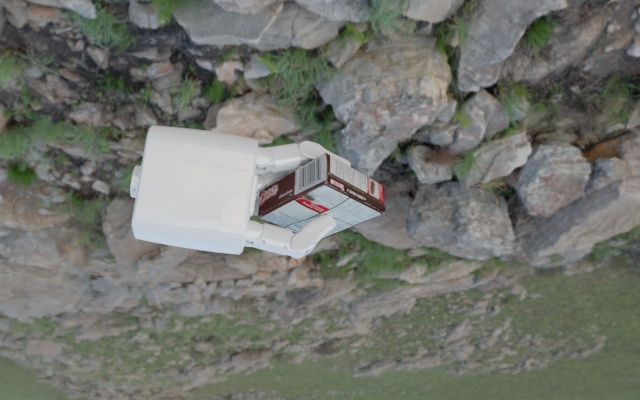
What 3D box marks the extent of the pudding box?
[{"bbox_3d":[0.000,0.002,0.520,0.090,0.039,0.113,25,-35,-36],"label":"pudding box"}]
